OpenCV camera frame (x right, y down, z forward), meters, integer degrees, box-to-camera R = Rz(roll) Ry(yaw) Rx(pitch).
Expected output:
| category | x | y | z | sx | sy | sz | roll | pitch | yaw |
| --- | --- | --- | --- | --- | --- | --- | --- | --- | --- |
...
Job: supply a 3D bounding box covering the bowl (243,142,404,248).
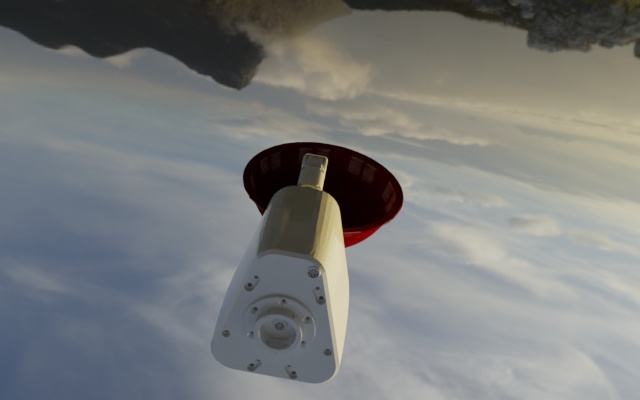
| category | x | y | z | sx | sy | sz | roll | pitch | yaw |
| --- | --- | --- | --- | --- | --- | --- | --- | --- | --- |
| bowl | 0.000 | 0.001 | 0.493 | 0.162 | 0.055 | 0.162 | 7 | 35 | -5 |
